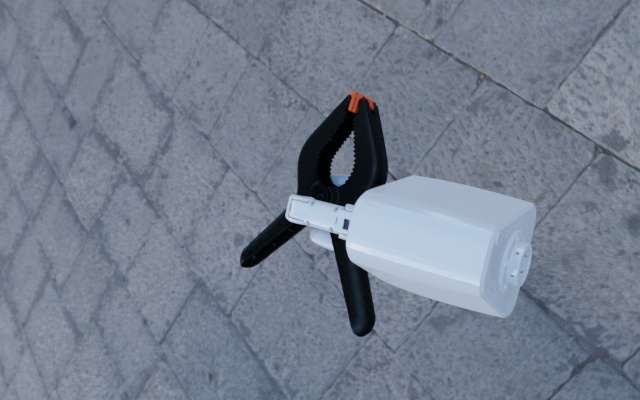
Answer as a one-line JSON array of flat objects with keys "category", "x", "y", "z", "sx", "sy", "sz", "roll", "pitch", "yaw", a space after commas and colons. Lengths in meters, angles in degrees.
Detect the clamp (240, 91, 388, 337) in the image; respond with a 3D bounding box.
[{"category": "clamp", "x": 0.000, "y": 0.001, "z": 0.453, "sx": 0.164, "sy": 0.210, "sz": 0.036, "roll": 14, "pitch": 3, "yaw": 35}]
